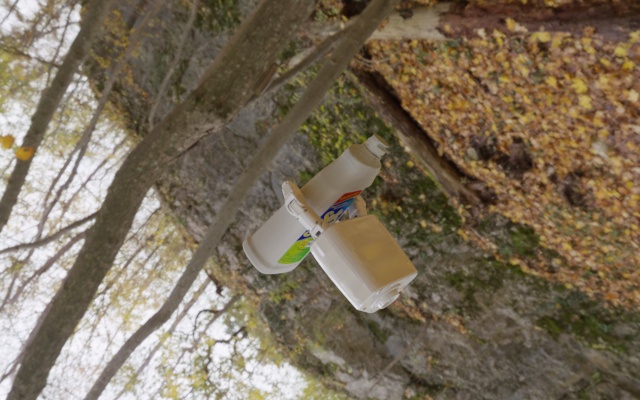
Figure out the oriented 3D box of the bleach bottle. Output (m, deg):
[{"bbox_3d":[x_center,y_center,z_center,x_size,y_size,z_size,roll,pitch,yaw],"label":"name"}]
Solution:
[{"bbox_3d":[0.000,0.002,0.696,0.251,0.068,0.102,-47,-25,20],"label":"bleach bottle"}]
